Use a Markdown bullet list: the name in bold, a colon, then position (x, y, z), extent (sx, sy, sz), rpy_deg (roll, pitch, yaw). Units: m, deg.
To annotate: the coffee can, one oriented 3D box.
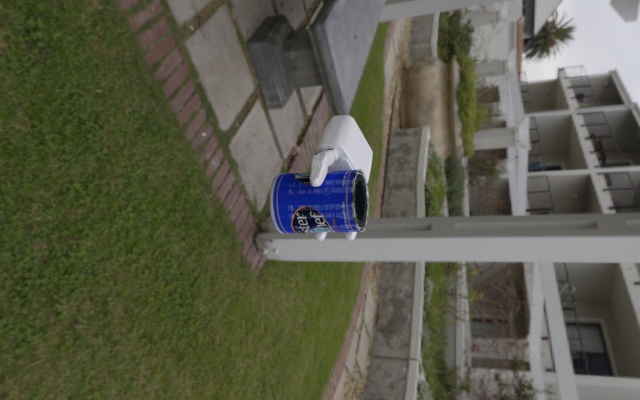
- **coffee can**: position (0.000, 0.003, 0.786), extent (0.140, 0.103, 0.103), rpy_deg (-2, -1, 19)
